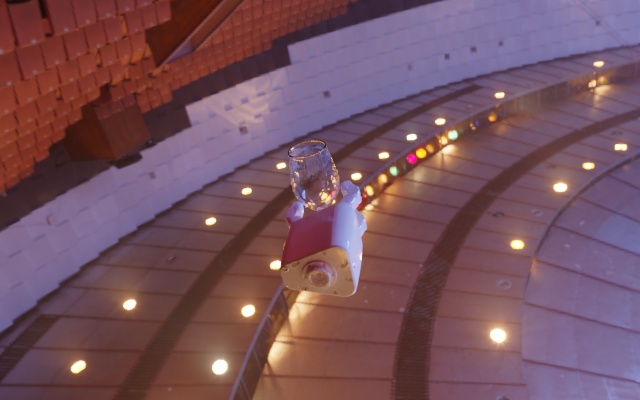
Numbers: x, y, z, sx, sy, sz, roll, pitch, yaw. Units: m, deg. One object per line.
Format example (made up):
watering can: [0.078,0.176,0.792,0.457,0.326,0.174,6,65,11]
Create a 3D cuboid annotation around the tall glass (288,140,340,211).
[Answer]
tall glass: [0.000,0.003,0.795,0.079,0.201,0.079,-11,29,6]
